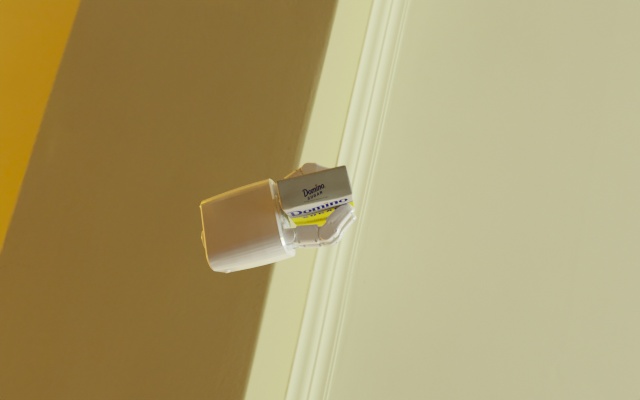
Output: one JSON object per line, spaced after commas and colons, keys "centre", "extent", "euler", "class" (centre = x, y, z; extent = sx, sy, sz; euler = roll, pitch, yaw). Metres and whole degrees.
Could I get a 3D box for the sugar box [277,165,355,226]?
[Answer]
{"centre": [0.000, 0.003, 0.676], "extent": [0.093, 0.048, 0.176], "euler": [-13, -11, 3], "class": "sugar box"}
